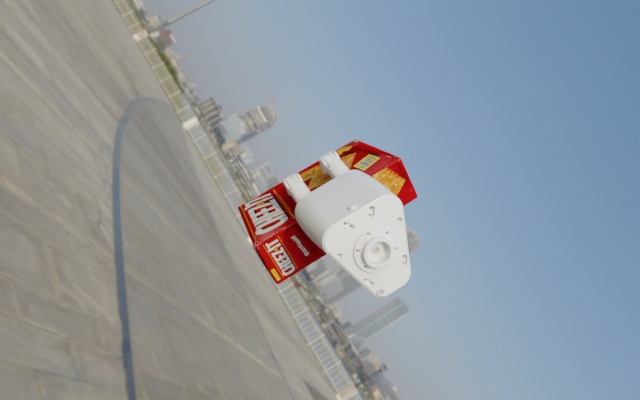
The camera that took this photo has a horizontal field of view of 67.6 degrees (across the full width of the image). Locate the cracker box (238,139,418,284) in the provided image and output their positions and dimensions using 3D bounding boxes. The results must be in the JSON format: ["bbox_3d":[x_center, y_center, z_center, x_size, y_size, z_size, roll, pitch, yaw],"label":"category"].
[{"bbox_3d":[0.000,0.002,0.663,0.213,0.072,0.164,-30,22,-6],"label":"cracker box"}]
